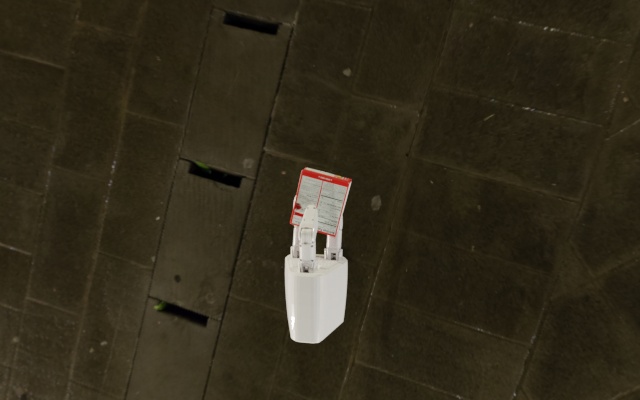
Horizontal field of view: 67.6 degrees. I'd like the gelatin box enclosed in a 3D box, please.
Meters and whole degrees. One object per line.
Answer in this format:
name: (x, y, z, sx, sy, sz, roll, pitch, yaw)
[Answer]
gelatin box: (0.000, 0.002, 0.716, 0.073, 0.089, 0.030, 15, 15, 7)
